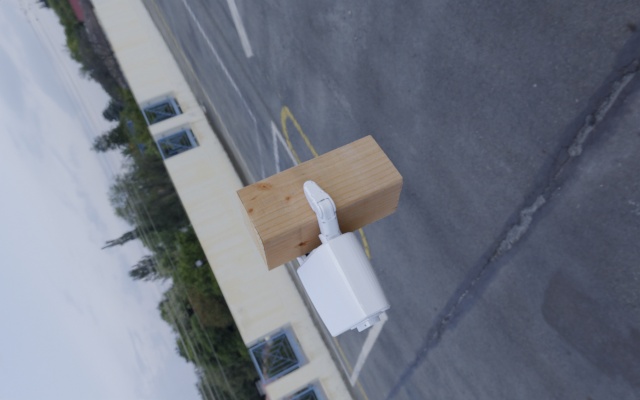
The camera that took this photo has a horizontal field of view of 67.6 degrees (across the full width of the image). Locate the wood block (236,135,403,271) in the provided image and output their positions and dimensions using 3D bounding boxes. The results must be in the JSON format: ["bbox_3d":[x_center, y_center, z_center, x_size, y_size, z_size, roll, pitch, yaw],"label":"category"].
[{"bbox_3d":[0.000,0.002,0.666,0.206,0.090,0.091,-24,-29,-14],"label":"wood block"}]
